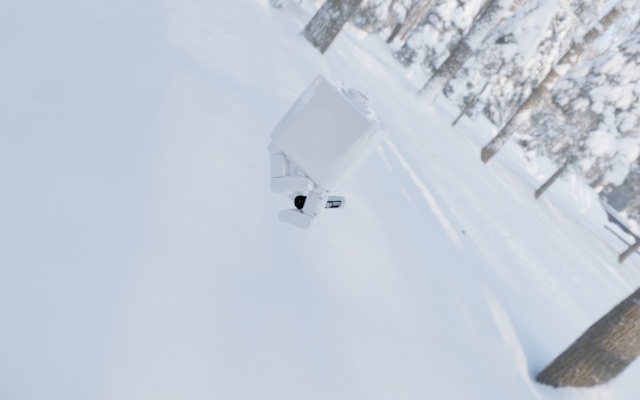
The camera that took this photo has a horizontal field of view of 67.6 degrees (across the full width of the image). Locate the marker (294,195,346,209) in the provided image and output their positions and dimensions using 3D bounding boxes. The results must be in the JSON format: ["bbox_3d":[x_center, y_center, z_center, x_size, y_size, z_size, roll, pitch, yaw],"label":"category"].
[{"bbox_3d":[0.000,0.002,0.678,0.020,0.020,0.121,0,0,31],"label":"marker"}]
